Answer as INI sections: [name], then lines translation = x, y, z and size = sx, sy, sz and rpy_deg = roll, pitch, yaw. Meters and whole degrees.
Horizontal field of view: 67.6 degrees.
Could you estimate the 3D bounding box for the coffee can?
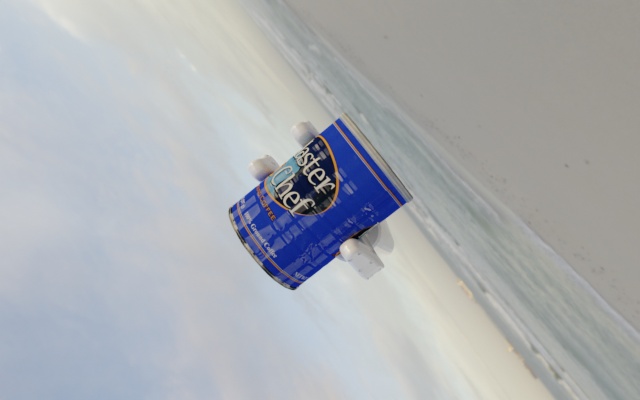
[coffee can]
translation = 0.000, 0.001, 0.450
size = 0.140, 0.103, 0.103
rpy_deg = -39, -6, 7
